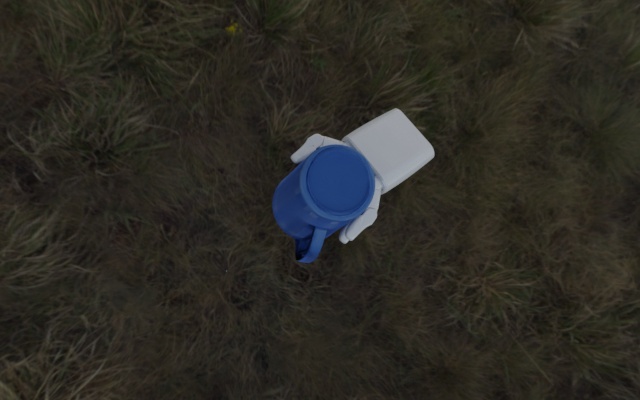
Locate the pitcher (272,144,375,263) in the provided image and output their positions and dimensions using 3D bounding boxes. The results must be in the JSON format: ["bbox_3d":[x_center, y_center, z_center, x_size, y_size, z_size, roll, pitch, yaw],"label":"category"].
[{"bbox_3d":[0.000,0.002,0.757,0.145,0.149,0.243,-33,-1,-14],"label":"pitcher"}]
